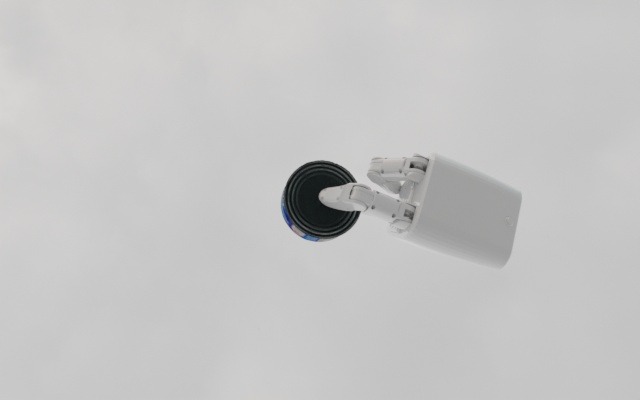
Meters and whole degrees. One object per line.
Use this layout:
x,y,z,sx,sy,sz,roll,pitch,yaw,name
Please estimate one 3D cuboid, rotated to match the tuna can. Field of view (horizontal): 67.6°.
0.000,0.002,0.521,0.086,0.086,0.034,0,-13,-13,tuna can
